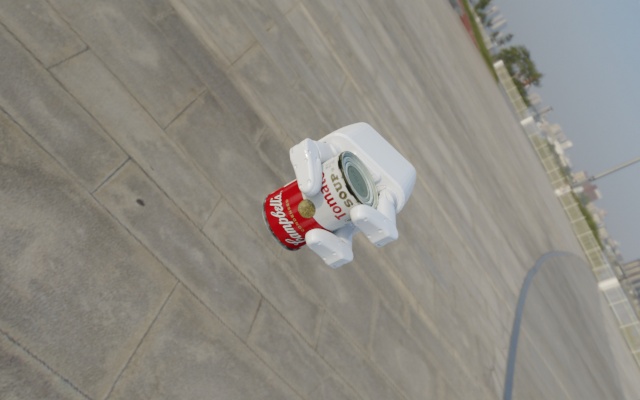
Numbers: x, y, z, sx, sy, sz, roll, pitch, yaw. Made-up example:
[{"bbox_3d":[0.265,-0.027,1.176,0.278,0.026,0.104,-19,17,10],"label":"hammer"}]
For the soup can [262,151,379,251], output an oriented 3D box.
[{"bbox_3d":[0.000,0.002,0.490,0.102,0.068,0.068,-28,-14,26],"label":"soup can"}]
